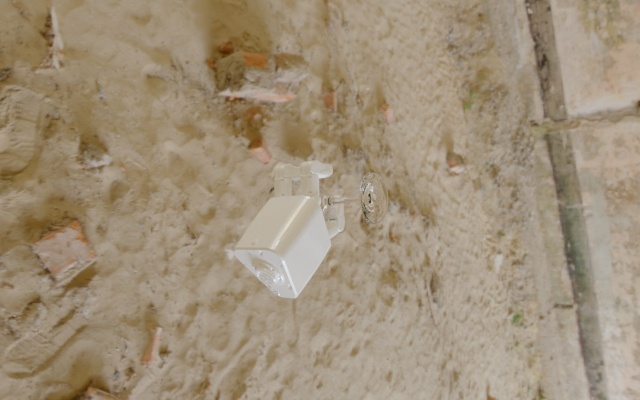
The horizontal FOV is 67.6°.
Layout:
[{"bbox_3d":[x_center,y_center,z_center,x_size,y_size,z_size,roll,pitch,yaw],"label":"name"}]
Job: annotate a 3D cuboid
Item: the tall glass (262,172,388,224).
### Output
[{"bbox_3d":[0.001,0.002,0.741,0.201,0.079,0.079,-4,-3,39],"label":"tall glass"}]
